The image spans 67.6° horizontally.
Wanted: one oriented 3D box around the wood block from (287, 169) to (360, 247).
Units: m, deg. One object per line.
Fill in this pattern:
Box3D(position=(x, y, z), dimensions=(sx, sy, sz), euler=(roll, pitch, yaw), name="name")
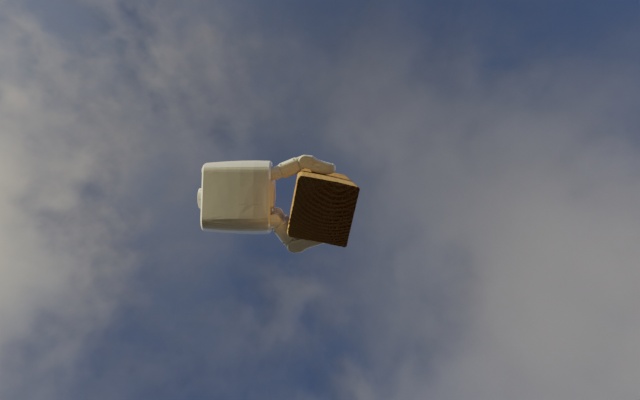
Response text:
Box3D(position=(0.000, 0.002, 0.770), dimensions=(0.090, 0.091, 0.206), euler=(11, 7, -4), name="wood block")
